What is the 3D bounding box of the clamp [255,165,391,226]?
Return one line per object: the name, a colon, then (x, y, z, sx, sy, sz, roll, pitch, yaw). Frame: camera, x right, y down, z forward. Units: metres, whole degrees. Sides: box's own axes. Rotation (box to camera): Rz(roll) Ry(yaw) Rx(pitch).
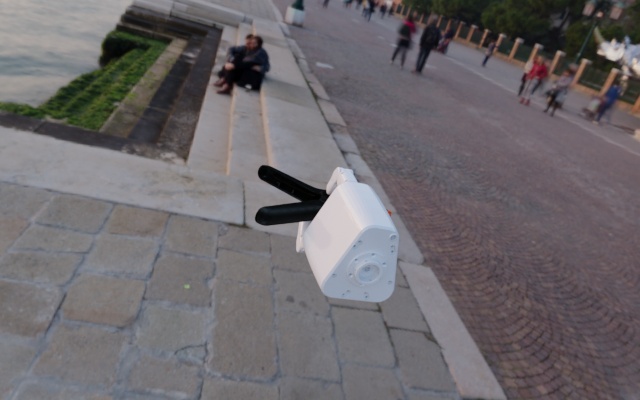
clamp: (0.001, 0.002, 0.704, 0.210, 0.036, 0.164, 10, 26, -18)
